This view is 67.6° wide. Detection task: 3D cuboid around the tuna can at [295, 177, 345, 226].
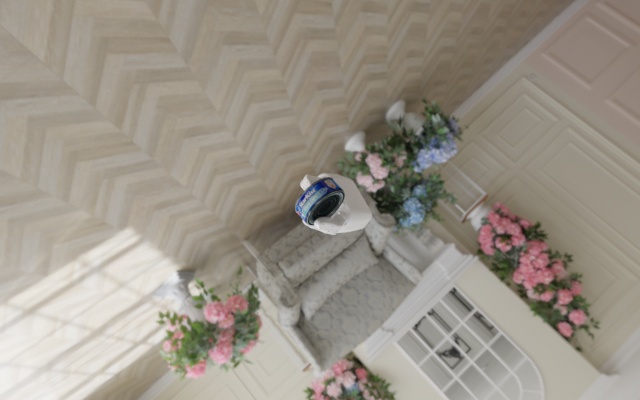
[{"bbox_3d":[0.000,0.003,0.816,0.033,0.086,0.086,48,24,24],"label":"tuna can"}]
